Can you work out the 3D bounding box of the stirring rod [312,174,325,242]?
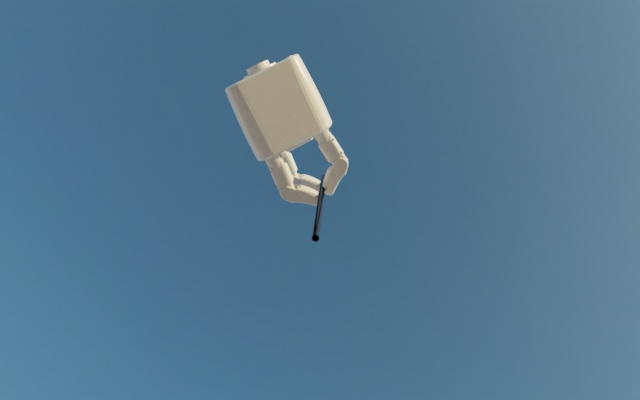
[{"bbox_3d":[0.000,0.002,0.629,0.011,0.011,0.239,0,19,3],"label":"stirring rod"}]
